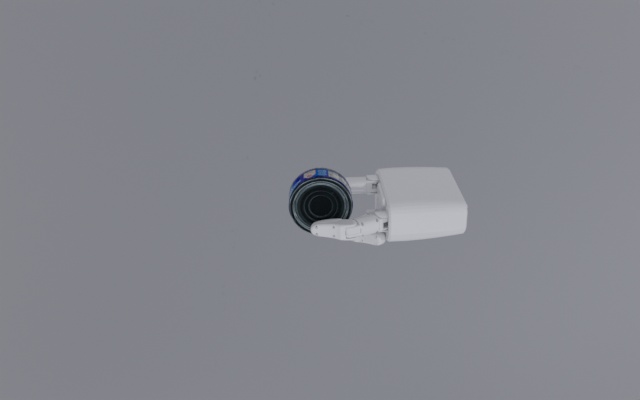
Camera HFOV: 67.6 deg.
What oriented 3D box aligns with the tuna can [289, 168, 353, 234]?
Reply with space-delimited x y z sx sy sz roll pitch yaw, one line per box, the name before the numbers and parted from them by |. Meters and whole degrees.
tuna can | 0.000 0.002 0.635 0.086 0.086 0.033 0 25 -1
